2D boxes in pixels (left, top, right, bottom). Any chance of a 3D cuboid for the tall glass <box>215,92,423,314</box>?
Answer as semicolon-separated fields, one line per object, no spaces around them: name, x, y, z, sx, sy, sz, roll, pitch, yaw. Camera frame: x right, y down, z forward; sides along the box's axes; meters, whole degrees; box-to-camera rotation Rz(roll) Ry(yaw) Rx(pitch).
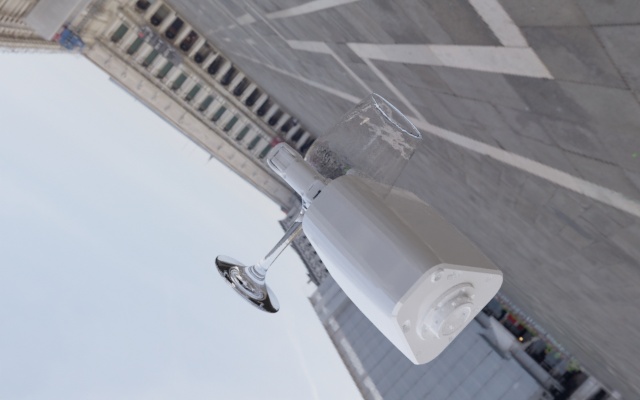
tall glass;-0.001;0.002;0.421;0.079;0.201;0.079;41;5;-4
